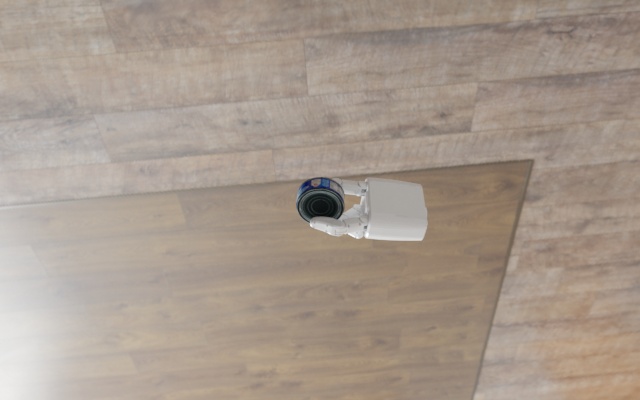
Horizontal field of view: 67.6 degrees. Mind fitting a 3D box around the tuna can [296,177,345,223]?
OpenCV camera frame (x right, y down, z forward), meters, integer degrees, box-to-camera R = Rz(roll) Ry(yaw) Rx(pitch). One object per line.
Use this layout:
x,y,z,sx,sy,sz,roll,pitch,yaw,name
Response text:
0.000,0.003,0.838,0.086,0.086,0.033,0,38,2,tuna can
